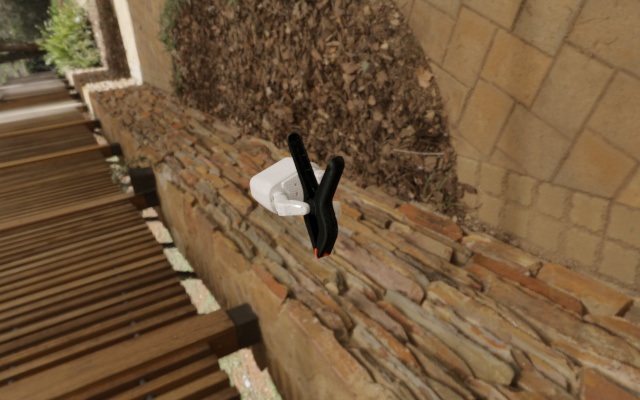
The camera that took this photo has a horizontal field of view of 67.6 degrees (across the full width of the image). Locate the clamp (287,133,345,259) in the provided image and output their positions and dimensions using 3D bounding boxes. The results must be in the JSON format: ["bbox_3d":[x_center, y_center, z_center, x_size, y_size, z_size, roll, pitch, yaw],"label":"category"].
[{"bbox_3d":[-0.001,0.003,0.768,0.036,0.210,0.164,-16,20,-22],"label":"clamp"}]
